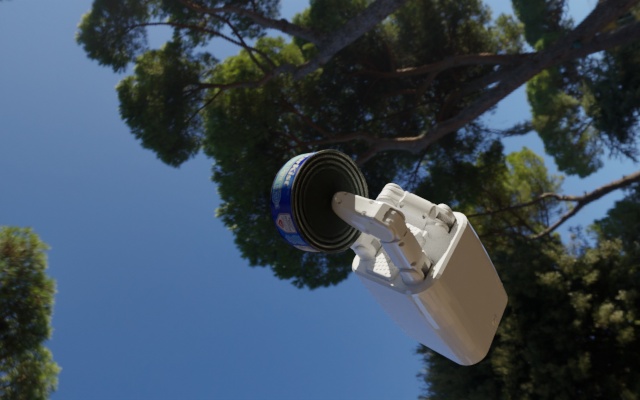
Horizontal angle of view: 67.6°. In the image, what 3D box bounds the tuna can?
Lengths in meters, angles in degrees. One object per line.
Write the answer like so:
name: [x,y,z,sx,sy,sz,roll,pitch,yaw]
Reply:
tuna can: [0.000,0.001,0.405,0.086,0.086,0.034,0,-2,-41]
